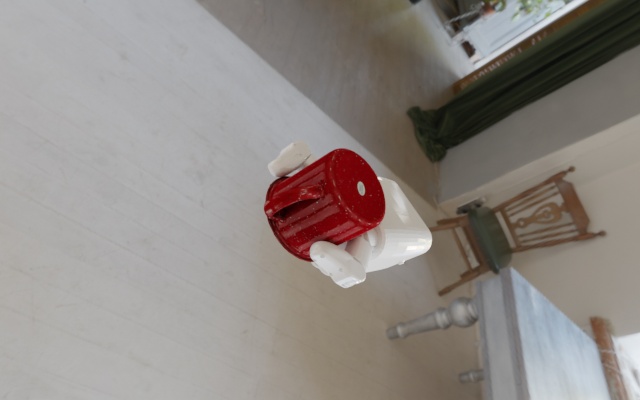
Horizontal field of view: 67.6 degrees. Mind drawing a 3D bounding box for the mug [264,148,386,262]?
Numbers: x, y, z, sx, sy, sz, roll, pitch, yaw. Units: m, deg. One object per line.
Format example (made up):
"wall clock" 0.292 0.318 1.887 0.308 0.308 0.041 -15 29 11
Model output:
"mug" -0.001 0.001 0.449 0.081 0.093 0.117 -29 -22 36
